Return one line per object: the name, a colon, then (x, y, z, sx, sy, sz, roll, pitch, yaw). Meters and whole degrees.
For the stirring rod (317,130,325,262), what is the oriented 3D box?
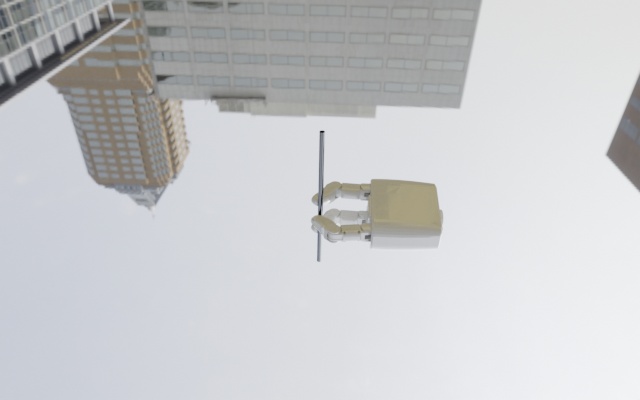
stirring rod: (0.000, 0.002, 0.737, 0.011, 0.240, 0.011, 1, 35, -1)
